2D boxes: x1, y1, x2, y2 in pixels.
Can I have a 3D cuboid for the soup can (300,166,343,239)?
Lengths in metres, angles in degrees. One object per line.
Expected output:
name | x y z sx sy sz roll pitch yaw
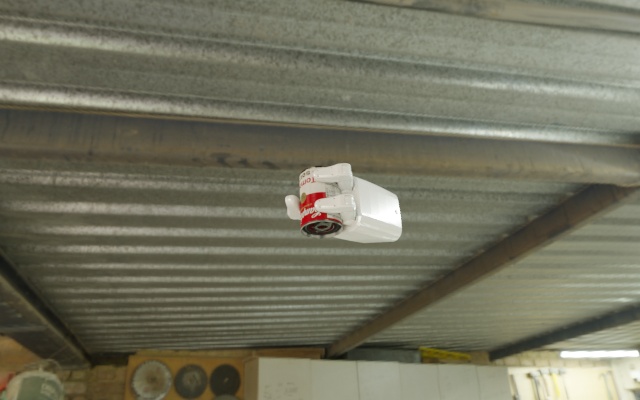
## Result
soup can | 0.000 0.002 0.782 0.068 0.102 0.068 -2 -27 -1
